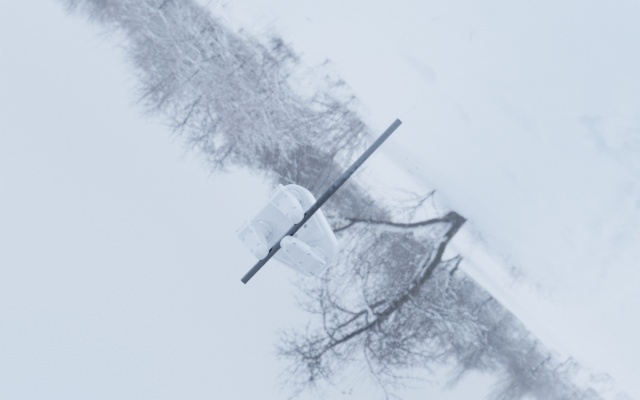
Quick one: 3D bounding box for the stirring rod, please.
[{"bbox_3d":[0.000,0.002,0.511,0.011,0.239,0.011,44,3,-2],"label":"stirring rod"}]
